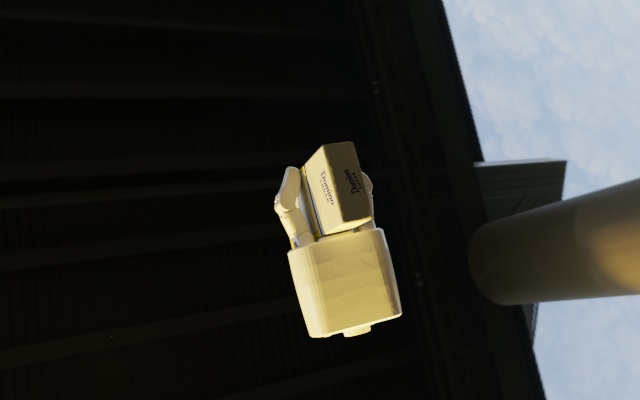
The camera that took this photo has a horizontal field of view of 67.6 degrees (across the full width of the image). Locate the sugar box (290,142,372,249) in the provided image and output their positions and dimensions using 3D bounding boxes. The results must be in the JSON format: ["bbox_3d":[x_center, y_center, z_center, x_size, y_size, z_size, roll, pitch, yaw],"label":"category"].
[{"bbox_3d":[0.001,0.002,0.595,0.048,0.093,0.176,-9,-11,-26],"label":"sugar box"}]
